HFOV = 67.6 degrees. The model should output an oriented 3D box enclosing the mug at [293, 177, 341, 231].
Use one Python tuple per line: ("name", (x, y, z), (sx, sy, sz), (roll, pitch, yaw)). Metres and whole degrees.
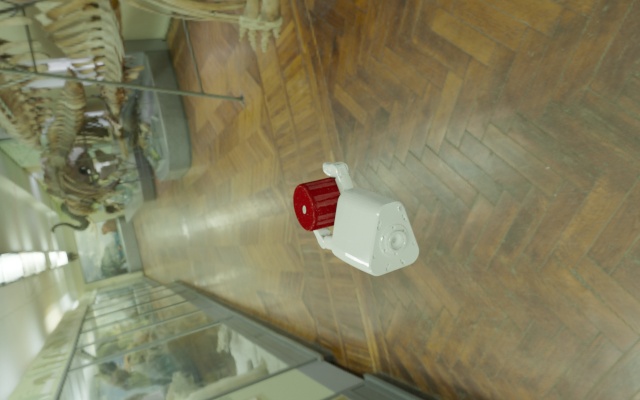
("mug", (-0.001, 0.002, 0.818), (0.081, 0.093, 0.117), (-13, 16, -26))
